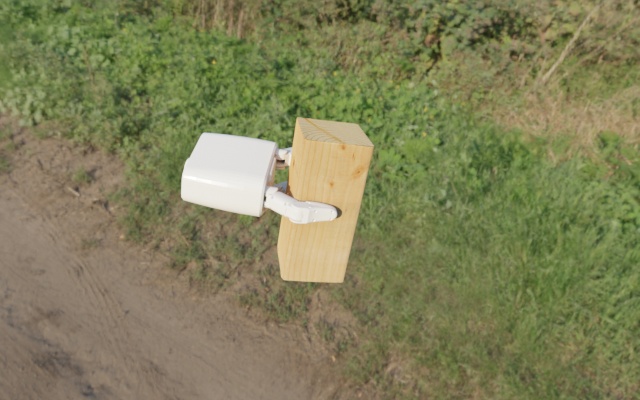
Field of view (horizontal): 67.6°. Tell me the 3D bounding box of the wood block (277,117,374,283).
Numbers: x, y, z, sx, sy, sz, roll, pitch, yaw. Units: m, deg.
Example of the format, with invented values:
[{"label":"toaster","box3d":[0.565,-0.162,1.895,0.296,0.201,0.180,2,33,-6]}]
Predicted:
[{"label":"wood block","box3d":[0.000,0.002,0.658,0.090,0.206,0.090,5,26,-12]}]
